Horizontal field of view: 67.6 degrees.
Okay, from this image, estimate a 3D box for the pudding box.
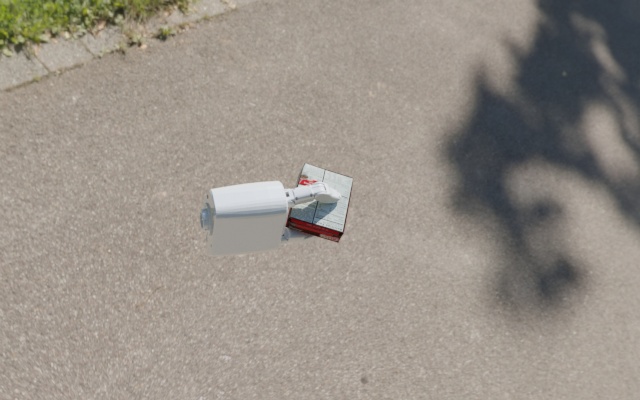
[{"bbox_3d":[0.000,0.002,0.762,0.090,0.113,0.039,18,-32,-6],"label":"pudding box"}]
